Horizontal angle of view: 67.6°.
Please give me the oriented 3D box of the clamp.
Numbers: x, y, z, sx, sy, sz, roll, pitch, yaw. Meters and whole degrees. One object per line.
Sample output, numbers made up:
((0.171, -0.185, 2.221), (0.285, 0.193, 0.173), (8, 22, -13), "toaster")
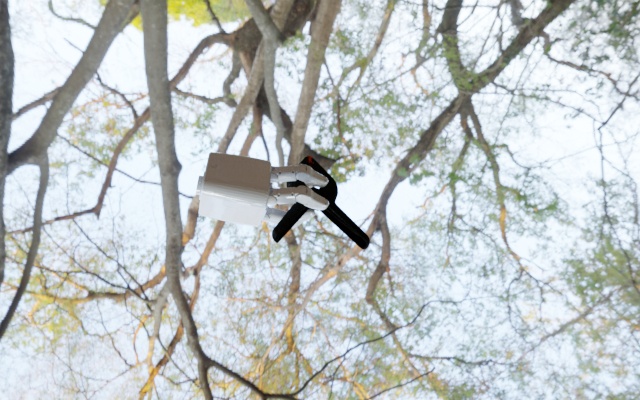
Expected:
((0.000, 0.003, 0.832), (0.164, 0.209, 0.036), (12, -47, -13), "clamp")
